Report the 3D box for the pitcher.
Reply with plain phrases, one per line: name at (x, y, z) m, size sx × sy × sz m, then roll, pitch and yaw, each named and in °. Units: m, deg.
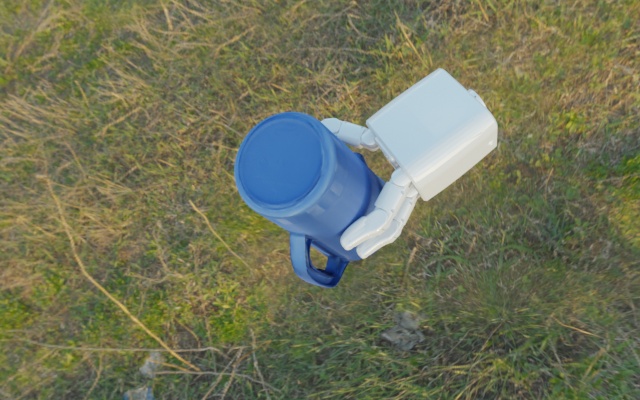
pitcher at (0.000, 0.002, 0.559) m, size 0.145 × 0.149 × 0.243 m, roll -35°, pitch -23°, yaw 9°
